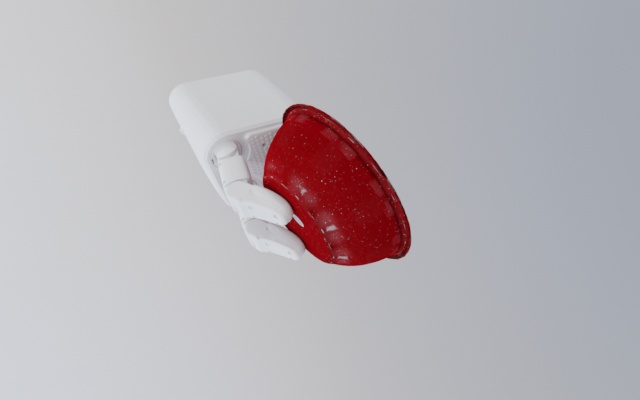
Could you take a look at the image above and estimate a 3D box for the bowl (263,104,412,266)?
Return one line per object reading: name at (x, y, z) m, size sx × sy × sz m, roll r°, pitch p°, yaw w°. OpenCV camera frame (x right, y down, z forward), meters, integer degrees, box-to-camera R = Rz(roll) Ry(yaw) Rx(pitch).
bowl at (0.001, 0.002, 0.405) m, size 0.055 × 0.162 × 0.162 m, roll -38°, pitch 14°, yaw -18°
